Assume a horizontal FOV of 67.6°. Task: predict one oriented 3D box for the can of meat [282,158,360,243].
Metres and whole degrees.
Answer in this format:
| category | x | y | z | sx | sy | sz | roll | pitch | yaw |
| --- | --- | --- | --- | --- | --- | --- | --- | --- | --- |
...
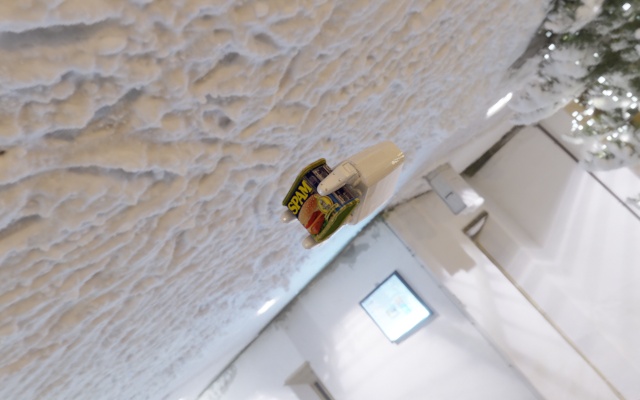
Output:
| category | x | y | z | sx | sy | sz | roll | pitch | yaw |
| --- | --- | --- | --- | --- | --- | --- | --- | --- | --- |
| can of meat | 0.000 | 0.003 | 0.709 | 0.057 | 0.084 | 0.102 | -30 | -17 | -41 |
